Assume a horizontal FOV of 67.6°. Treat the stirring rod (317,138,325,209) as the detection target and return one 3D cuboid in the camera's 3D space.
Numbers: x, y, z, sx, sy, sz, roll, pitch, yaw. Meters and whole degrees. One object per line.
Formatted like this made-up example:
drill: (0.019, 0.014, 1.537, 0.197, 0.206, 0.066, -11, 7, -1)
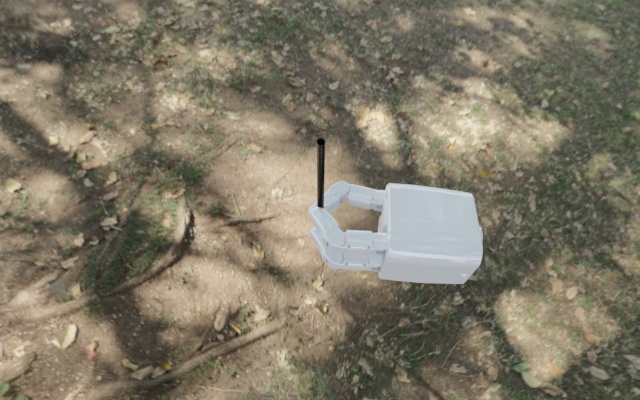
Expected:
stirring rod: (0.000, 0.002, 0.550, 0.011, 0.011, 0.240, 0, -28, 0)
